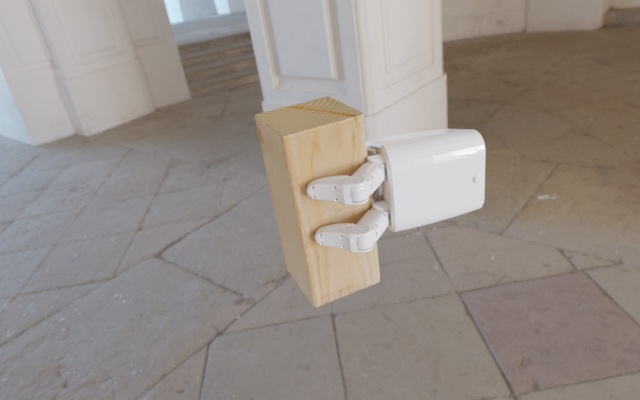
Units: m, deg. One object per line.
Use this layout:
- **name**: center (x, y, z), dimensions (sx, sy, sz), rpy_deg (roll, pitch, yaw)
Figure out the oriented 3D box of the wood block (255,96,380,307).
- **wood block**: center (0.000, 0.001, 0.535), dimensions (0.090, 0.206, 0.090), rpy_deg (-18, 29, -17)
